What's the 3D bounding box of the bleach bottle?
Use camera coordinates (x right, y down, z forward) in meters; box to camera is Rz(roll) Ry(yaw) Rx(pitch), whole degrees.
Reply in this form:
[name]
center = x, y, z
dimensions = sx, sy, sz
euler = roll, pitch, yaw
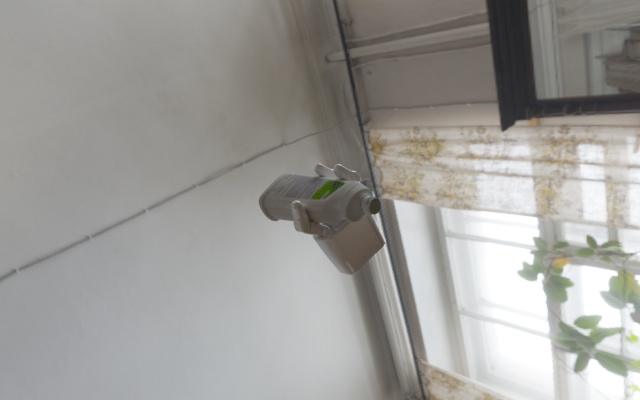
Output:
[bleach bottle]
center = 0.000, 0.003, 0.866
dimensions = 0.251, 0.068, 0.102
euler = 8, 49, 47
